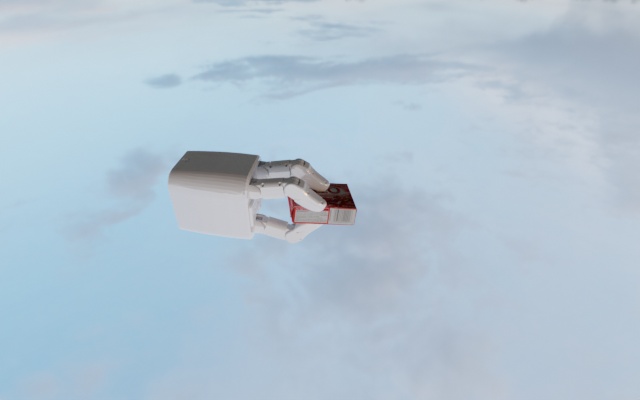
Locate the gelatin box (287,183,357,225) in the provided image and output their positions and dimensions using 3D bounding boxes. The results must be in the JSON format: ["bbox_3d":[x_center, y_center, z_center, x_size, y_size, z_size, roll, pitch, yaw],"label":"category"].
[{"bbox_3d":[0.000,0.003,0.667,0.089,0.030,0.073,3,29,-10],"label":"gelatin box"}]
